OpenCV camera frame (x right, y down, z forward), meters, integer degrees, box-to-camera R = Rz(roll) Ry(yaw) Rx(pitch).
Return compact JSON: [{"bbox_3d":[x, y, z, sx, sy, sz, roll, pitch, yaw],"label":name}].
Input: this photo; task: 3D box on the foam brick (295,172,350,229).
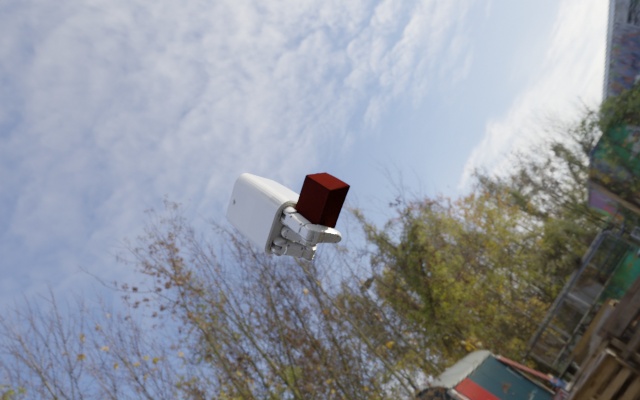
[{"bbox_3d":[0.000,0.002,0.728,0.051,0.078,0.053,34,27,30],"label":"foam brick"}]
